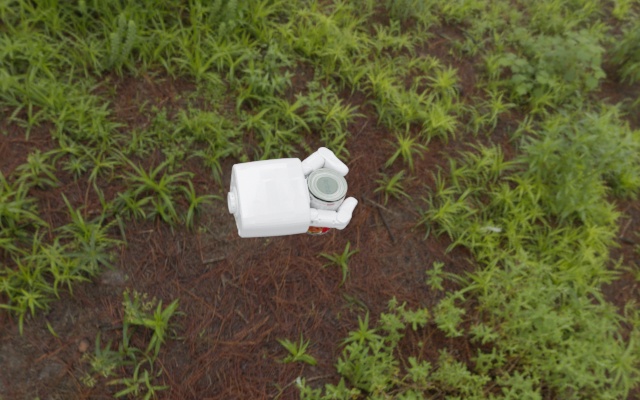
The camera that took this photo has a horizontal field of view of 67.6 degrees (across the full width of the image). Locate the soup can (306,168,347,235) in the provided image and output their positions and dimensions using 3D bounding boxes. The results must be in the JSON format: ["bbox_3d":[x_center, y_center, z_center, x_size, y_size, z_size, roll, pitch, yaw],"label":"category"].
[{"bbox_3d":[0.001,0.002,0.792,0.068,0.068,0.102,0,-35,-15],"label":"soup can"}]
